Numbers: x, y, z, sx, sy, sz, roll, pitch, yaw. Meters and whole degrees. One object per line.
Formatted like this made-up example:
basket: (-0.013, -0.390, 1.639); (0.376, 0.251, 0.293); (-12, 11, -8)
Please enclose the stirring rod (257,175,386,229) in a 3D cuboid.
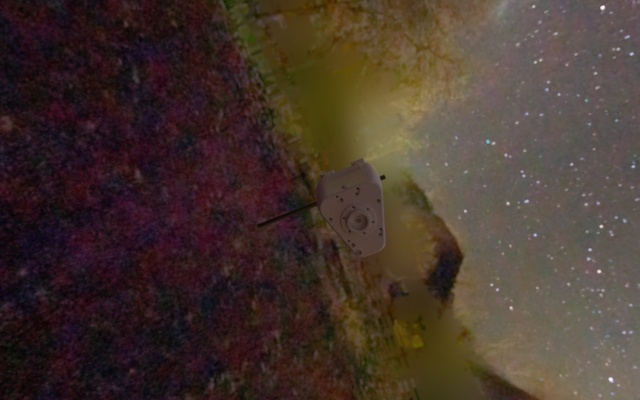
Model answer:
stirring rod: (0.000, 0.003, 0.835); (0.239, 0.011, 0.011); (-21, -3, 6)
